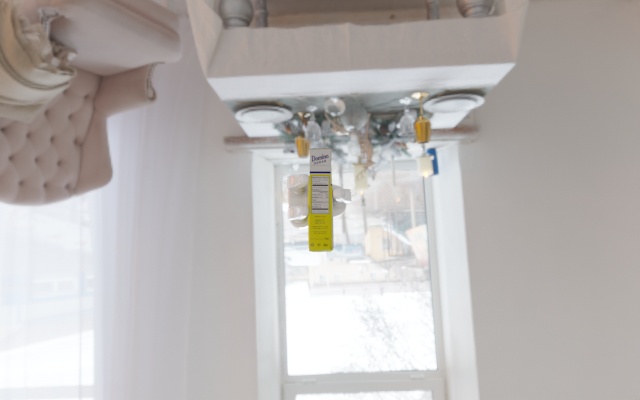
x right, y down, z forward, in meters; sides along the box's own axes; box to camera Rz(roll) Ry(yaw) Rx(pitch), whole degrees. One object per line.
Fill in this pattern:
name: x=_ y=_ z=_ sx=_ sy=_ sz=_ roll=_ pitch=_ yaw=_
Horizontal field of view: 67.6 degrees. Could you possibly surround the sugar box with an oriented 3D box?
sugar box: x=0.000 y=0.003 z=0.846 sx=0.048 sy=0.176 sz=0.093 roll=-2 pitch=-7 yaw=0
